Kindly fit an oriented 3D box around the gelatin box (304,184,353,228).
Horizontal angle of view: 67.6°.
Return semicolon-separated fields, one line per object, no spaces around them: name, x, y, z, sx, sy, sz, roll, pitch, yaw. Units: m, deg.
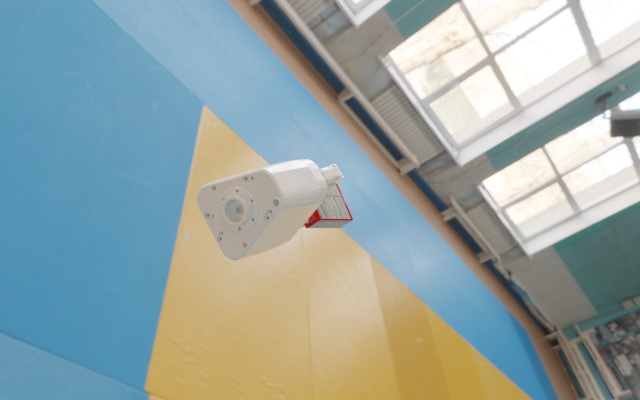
gelatin box;0.001;0.002;0.678;0.030;0.073;0.089;-34;-20;30
